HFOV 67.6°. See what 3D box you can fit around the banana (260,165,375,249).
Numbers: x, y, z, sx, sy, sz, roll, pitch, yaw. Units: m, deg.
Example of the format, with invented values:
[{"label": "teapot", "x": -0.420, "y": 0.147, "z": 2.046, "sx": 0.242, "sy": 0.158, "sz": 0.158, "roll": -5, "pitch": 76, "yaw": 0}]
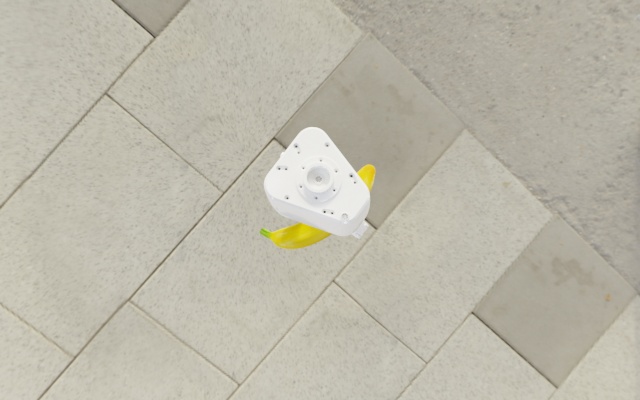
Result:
[{"label": "banana", "x": 0.006, "y": 0.019, "z": 0.695, "sx": 0.198, "sy": 0.069, "sz": 0.037, "roll": -30, "pitch": -26, "yaw": 0}]
